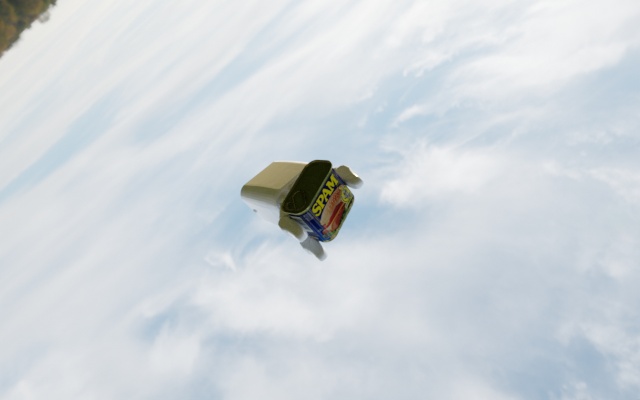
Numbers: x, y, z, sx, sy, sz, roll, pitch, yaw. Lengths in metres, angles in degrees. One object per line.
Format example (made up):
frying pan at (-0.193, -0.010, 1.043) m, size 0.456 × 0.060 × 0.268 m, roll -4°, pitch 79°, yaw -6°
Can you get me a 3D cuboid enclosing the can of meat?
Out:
can of meat at (0.000, 0.003, 0.738) m, size 0.057 × 0.102 × 0.084 m, roll 7°, pitch -32°, yaw 43°
